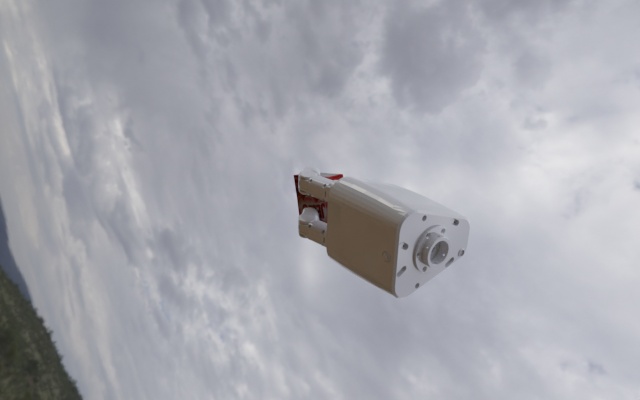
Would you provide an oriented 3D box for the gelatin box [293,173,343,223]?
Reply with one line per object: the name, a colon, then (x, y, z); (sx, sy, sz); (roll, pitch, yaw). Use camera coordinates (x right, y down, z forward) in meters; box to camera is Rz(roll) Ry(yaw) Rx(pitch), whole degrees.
gelatin box: (0.000, 0.002, 0.618); (0.030, 0.073, 0.089); (-13, 12, -28)
